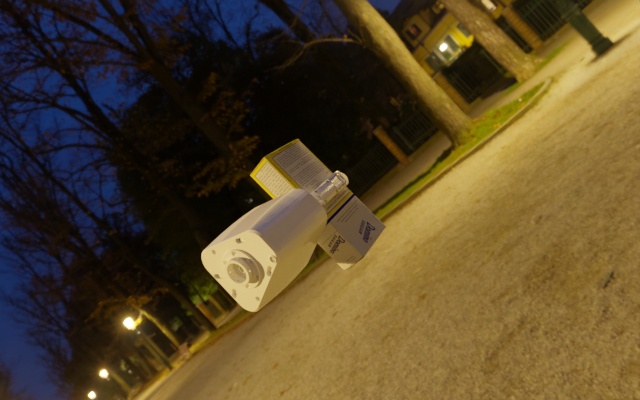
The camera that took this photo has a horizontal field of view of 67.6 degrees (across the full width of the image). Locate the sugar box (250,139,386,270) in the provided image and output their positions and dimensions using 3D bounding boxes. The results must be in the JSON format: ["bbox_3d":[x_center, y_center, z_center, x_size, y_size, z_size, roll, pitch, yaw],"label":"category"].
[{"bbox_3d":[0.000,0.002,0.635,0.048,0.176,0.093,-43,-1,34],"label":"sugar box"}]
